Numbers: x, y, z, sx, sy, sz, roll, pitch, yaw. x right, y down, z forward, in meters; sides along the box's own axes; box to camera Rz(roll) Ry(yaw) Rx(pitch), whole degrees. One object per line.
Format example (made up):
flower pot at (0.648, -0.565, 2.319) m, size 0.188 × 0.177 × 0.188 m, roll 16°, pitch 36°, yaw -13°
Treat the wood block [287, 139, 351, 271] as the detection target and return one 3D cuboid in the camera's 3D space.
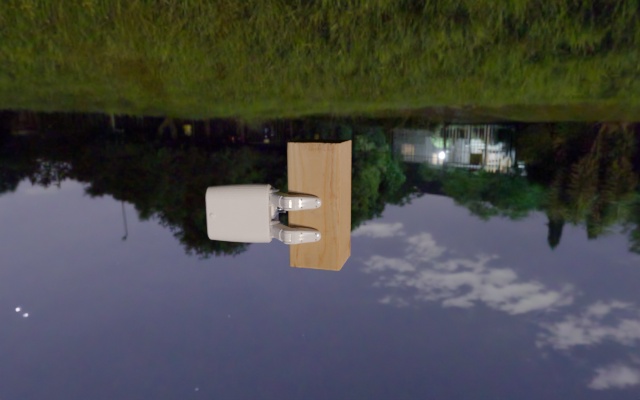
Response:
wood block at (0.000, 0.003, 0.806) m, size 0.090 × 0.206 × 0.091 m, roll 3°, pitch 12°, yaw 14°
